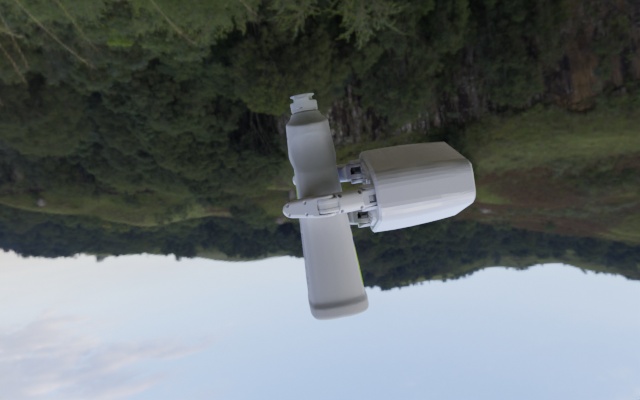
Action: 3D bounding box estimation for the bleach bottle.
[{"bbox_3d":[0.000,0.002,0.556,0.068,0.251,0.102,-10,5,-3],"label":"bleach bottle"}]
